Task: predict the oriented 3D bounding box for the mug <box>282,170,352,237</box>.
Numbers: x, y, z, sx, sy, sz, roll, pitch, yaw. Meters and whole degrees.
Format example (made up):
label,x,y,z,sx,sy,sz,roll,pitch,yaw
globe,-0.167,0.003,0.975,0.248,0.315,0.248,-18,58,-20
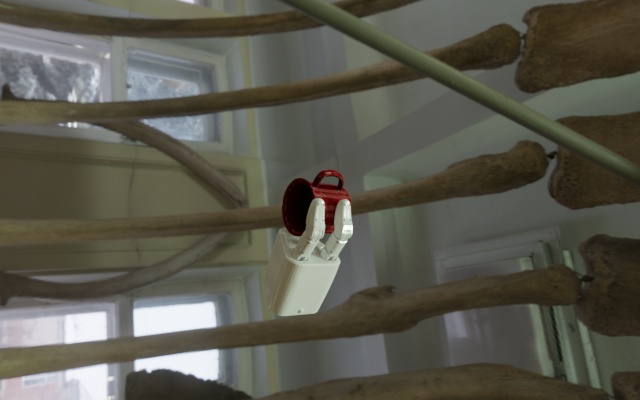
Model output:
label,x,y,z,sx,sy,sz,roll,pitch,yaw
mug,0.001,0.001,0.771,0.081,0.117,0.093,4,29,-37
